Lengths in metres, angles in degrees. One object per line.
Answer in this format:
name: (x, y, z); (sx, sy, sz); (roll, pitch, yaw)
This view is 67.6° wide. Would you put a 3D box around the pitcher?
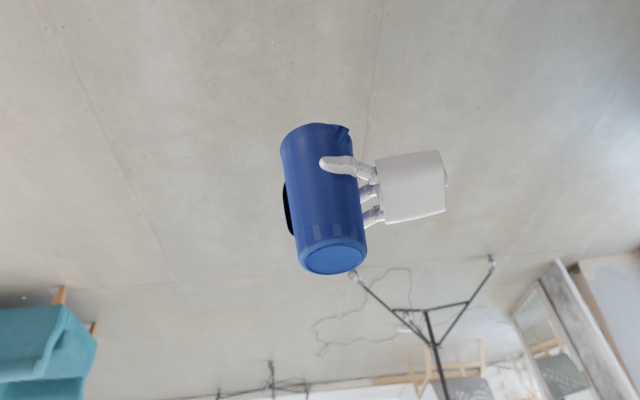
pitcher: (0.000, 0.003, 0.806); (0.145, 0.242, 0.149); (-10, -37, 2)
